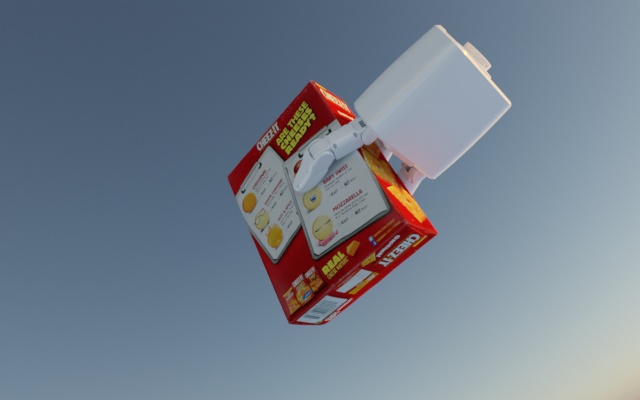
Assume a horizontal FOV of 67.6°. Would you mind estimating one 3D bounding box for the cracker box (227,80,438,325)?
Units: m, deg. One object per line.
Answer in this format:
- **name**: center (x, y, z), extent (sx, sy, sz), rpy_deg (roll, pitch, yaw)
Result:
- **cracker box**: center (0.000, 0.002, 0.523), extent (0.164, 0.213, 0.072), rpy_deg (-45, -37, 22)
